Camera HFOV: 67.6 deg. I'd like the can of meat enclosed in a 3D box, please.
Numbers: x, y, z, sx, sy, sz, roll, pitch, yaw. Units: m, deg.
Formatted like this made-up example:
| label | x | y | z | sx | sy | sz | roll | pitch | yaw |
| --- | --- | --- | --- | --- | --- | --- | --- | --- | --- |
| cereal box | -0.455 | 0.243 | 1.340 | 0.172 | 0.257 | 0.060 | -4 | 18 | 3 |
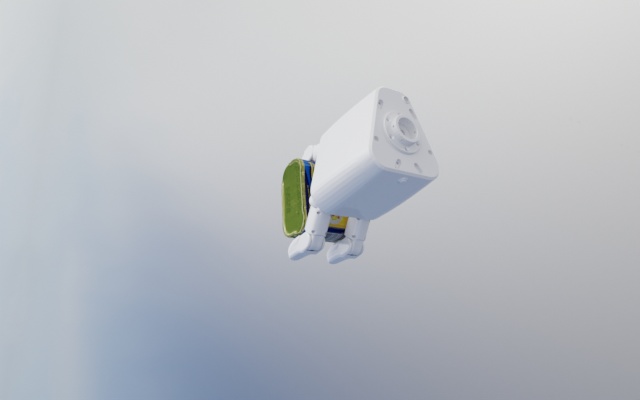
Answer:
| label | x | y | z | sx | sy | sz | roll | pitch | yaw |
| --- | --- | --- | --- | --- | --- | --- | --- | --- | --- |
| can of meat | 0.000 | 0.002 | 0.597 | 0.084 | 0.102 | 0.057 | 9 | -24 | -31 |
